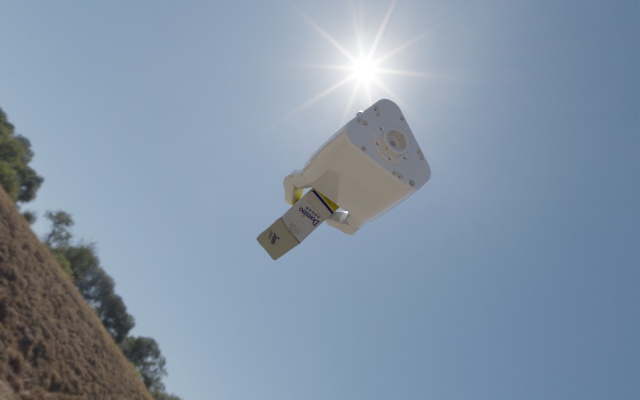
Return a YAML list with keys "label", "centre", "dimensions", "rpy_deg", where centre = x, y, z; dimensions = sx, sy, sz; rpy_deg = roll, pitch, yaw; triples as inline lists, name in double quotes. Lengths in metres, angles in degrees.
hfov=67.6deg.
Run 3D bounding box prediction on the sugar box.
- label: "sugar box"
  centre: [0.000, 0.002, 0.640]
  dimensions: [0.176, 0.048, 0.093]
  rpy_deg: [-38, 0, -33]
